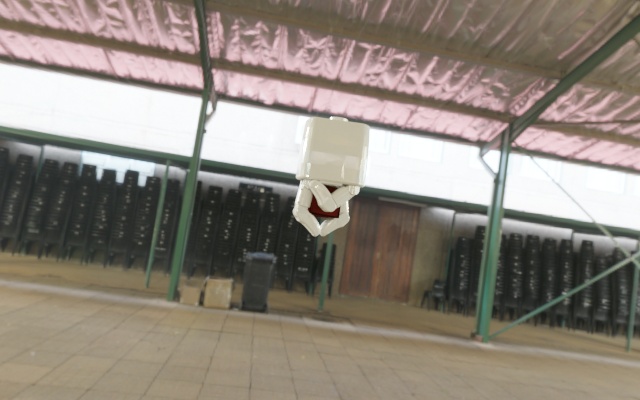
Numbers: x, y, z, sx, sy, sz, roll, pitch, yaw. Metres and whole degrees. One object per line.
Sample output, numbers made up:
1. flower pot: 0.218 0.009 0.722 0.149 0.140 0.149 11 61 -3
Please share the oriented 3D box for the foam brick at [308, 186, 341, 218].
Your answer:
1. foam brick: 0.000 0.003 0.842 0.053 0.051 0.078 9 -4 -19
